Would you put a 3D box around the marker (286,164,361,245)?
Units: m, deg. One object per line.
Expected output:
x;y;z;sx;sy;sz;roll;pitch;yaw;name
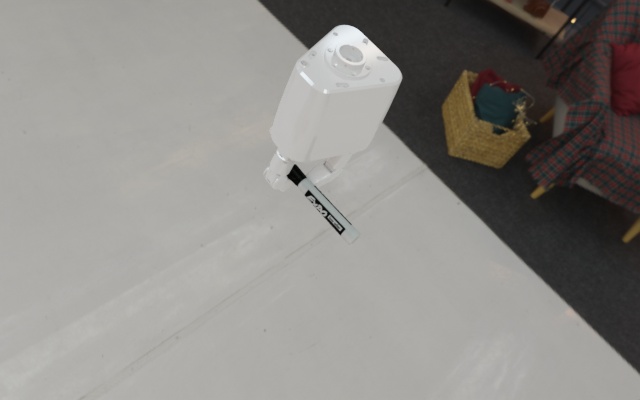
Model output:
0.000;0.002;0.556;0.020;0.121;0.020;-39;-14;-12;marker
